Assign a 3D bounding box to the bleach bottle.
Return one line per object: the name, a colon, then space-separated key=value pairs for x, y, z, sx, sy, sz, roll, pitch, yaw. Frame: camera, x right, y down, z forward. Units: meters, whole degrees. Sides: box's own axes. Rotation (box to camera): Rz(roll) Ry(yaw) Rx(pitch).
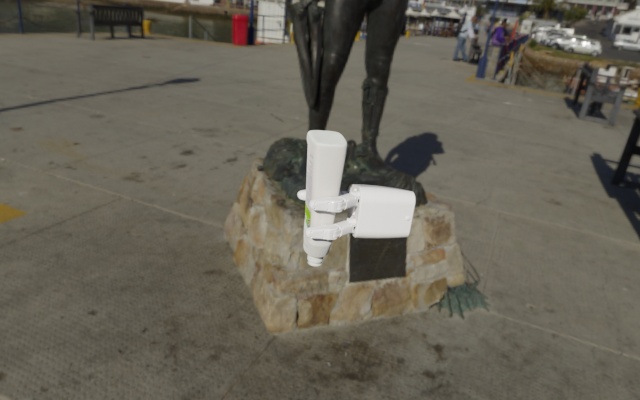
bleach bottle: x=0.000 y=0.003 z=0.893 sx=0.068 sy=0.251 sz=0.102 roll=2 pitch=22 yaw=-9
